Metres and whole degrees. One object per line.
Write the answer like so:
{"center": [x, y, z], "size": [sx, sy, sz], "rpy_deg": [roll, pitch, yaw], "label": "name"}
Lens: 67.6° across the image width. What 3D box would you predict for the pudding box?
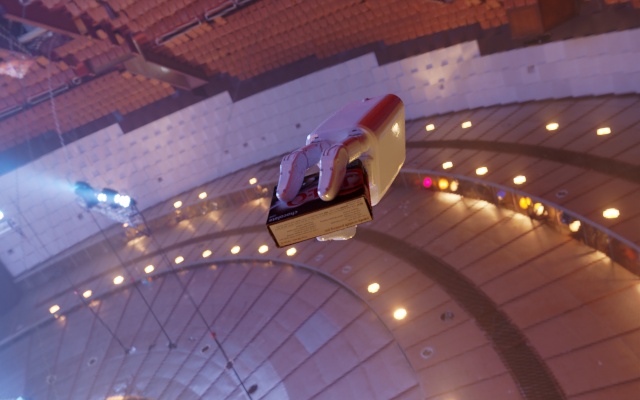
{"center": [0.000, 0.002, 0.535], "size": [0.113, 0.039, 0.090], "rpy_deg": [-20, 26, 11], "label": "pudding box"}
